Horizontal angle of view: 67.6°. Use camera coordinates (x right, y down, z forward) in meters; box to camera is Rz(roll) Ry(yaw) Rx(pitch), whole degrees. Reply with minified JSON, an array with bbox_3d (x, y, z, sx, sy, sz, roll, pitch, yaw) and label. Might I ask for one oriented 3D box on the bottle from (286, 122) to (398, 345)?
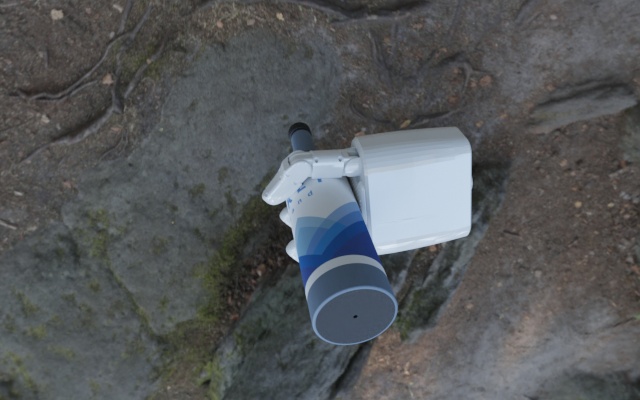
[{"bbox_3d":[0.000,0.002,0.474,0.069,0.069,0.295,0,36,-13],"label":"bottle"}]
